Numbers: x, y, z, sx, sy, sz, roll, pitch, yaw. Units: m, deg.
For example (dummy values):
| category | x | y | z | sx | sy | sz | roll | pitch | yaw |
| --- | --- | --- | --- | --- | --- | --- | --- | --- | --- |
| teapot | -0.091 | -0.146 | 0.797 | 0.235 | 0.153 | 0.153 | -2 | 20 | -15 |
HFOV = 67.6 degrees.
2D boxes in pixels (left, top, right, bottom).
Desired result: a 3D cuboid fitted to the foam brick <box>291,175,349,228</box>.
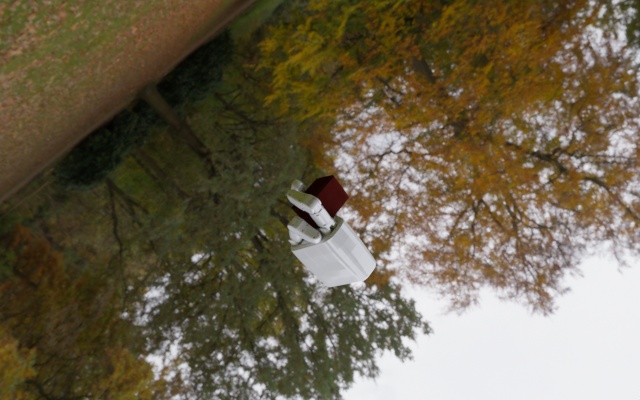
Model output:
| category | x | y | z | sx | sy | sz | roll | pitch | yaw |
| --- | --- | --- | --- | --- | --- | --- | --- | --- | --- |
| foam brick | 0.000 | 0.002 | 0.820 | 0.078 | 0.051 | 0.053 | -50 | 22 | -25 |
